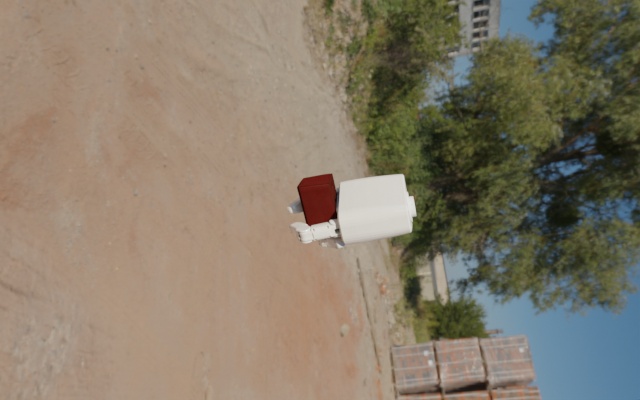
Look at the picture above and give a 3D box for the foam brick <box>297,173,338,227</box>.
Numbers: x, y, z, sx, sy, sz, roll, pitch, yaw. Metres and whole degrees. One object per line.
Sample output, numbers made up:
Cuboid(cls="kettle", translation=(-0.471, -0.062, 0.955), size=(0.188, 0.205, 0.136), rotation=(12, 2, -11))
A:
Cuboid(cls="foam brick", translation=(0.000, 0.002, 0.759), size=(0.051, 0.078, 0.053), rotation=(-9, 19, 12))
